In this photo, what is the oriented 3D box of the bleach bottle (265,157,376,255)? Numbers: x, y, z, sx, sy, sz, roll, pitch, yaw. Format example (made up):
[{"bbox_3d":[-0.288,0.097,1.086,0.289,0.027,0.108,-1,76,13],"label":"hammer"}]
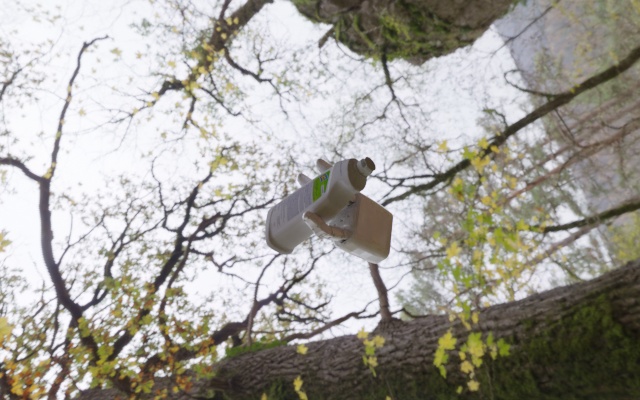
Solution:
[{"bbox_3d":[0.000,0.003,0.879,0.068,0.102,0.251,29,-48,-34],"label":"bleach bottle"}]
